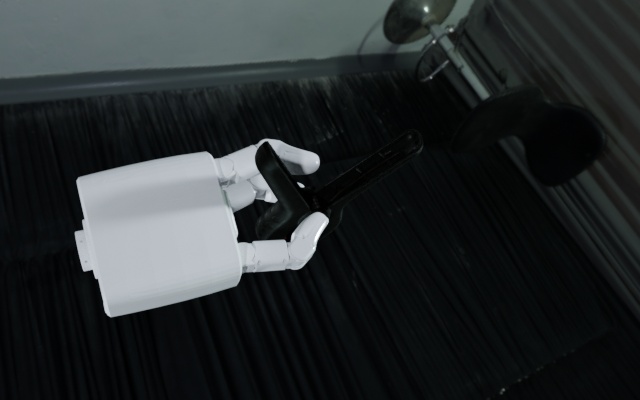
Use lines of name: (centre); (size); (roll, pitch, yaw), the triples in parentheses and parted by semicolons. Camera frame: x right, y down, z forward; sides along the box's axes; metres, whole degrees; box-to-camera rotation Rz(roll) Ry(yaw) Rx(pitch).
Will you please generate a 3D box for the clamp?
clamp: (0.000, 0.003, 0.473); (0.164, 0.036, 0.210); (-12, -27, -24)
